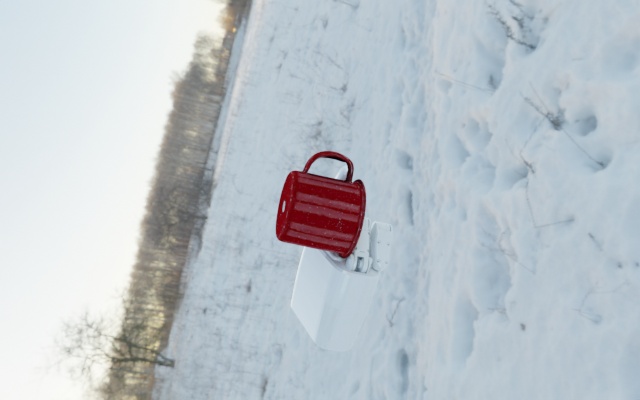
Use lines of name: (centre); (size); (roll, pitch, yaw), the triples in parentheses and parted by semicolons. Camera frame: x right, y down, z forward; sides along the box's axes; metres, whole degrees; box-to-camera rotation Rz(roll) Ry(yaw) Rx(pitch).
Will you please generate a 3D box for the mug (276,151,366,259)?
mug: (0.000, 0.000, 0.535); (0.081, 0.117, 0.093); (12, 14, -13)
